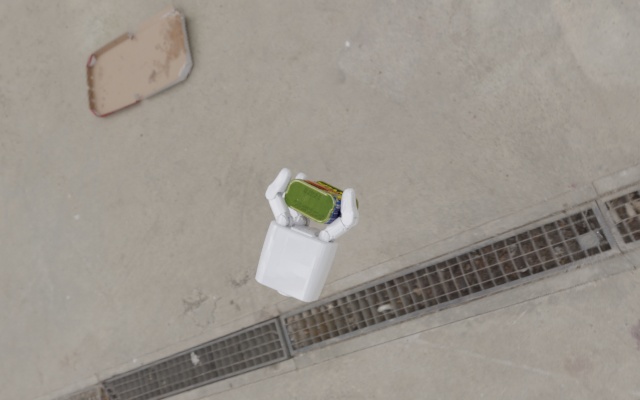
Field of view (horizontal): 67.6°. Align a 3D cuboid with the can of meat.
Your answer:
[{"bbox_3d":[0.000,0.003,0.808,0.102,0.057,0.084,26,11,29],"label":"can of meat"}]
